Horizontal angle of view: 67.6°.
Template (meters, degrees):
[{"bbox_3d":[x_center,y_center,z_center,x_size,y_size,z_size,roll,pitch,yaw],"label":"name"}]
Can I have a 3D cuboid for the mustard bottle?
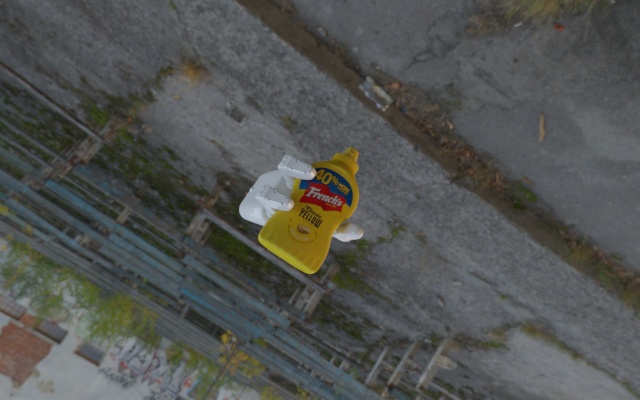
[{"bbox_3d":[0.000,0.002,0.687,0.096,0.191,0.058,33,-17,0],"label":"mustard bottle"}]
